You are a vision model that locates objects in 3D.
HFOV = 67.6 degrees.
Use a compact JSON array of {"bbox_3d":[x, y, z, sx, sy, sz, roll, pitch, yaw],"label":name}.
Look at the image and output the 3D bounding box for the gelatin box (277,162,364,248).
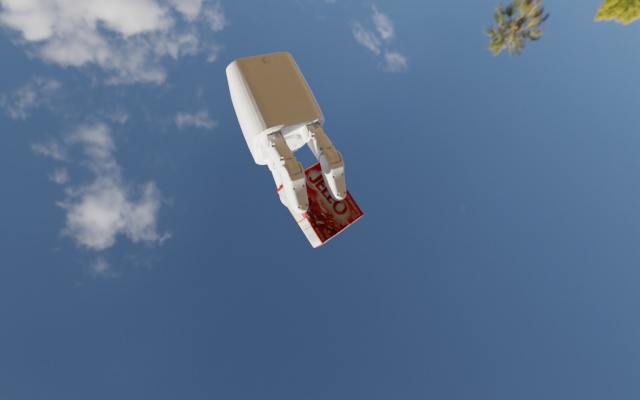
[{"bbox_3d":[0.000,0.002,0.599,0.073,0.089,0.030,-33,0,-29],"label":"gelatin box"}]
